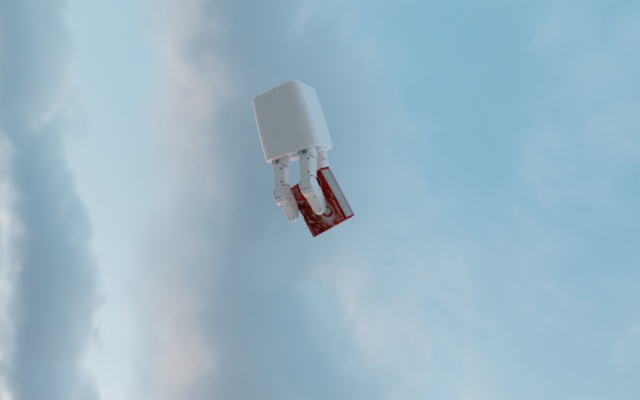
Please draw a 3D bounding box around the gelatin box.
[{"bbox_3d":[0.001,0.003,0.747,0.073,0.089,0.030,-31,-5,33],"label":"gelatin box"}]
